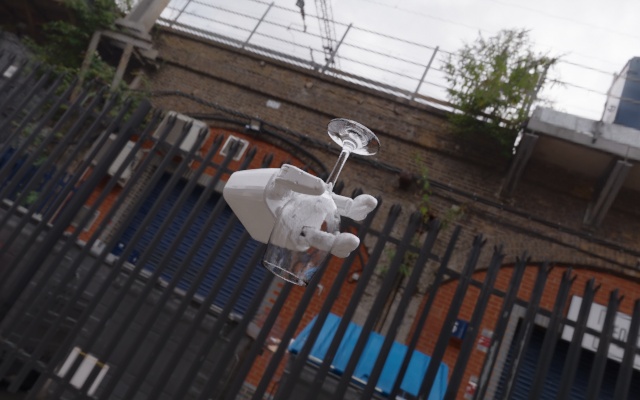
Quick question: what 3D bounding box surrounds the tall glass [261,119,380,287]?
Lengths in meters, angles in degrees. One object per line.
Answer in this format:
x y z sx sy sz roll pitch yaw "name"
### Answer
0.000 0.001 0.584 0.079 0.201 0.079 24 -19 9 "tall glass"
